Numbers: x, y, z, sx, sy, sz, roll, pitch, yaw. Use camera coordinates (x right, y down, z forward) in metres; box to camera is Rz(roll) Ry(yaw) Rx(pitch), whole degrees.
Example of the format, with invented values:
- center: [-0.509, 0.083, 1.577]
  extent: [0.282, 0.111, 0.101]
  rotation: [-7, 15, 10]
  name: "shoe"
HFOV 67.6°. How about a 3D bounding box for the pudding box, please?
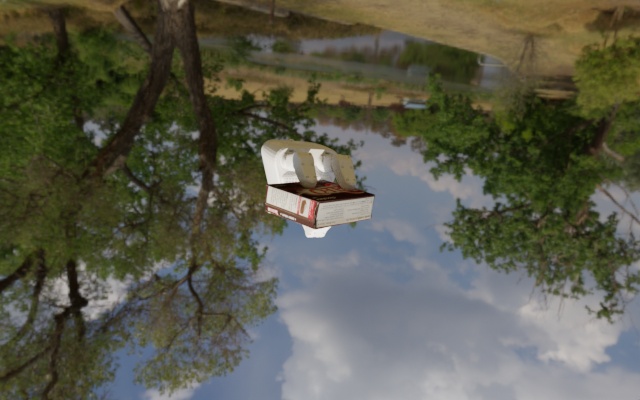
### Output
- center: [0.000, 0.002, 0.604]
  extent: [0.090, 0.039, 0.113]
  rotation: [17, 18, 39]
  name: "pudding box"
